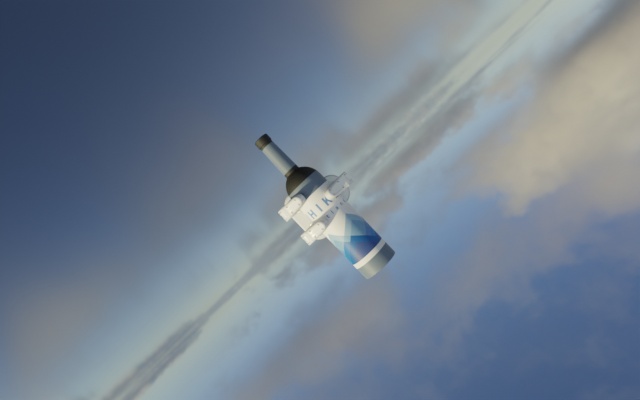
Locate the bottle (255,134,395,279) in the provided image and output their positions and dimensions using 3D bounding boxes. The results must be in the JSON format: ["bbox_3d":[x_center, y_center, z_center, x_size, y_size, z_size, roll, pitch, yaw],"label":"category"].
[{"bbox_3d":[0.000,0.003,0.804,0.069,0.295,0.069,-44,0,-1],"label":"bottle"}]
